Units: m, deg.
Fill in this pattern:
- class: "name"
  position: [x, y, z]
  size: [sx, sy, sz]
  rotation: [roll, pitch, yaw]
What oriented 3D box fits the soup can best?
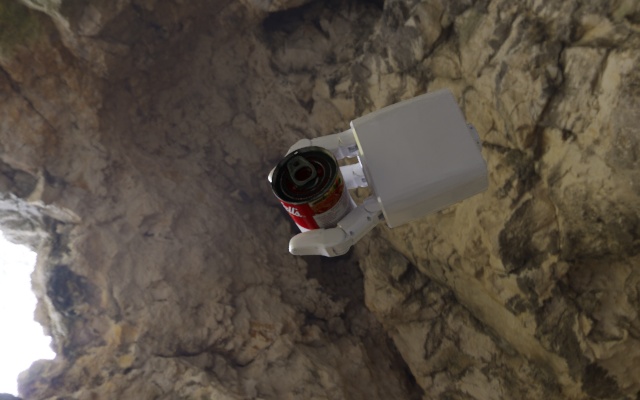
- class: "soup can"
  position: [0.000, 0.002, 0.494]
  size: [0.068, 0.068, 0.102]
  rotation: [0, -33, 22]
